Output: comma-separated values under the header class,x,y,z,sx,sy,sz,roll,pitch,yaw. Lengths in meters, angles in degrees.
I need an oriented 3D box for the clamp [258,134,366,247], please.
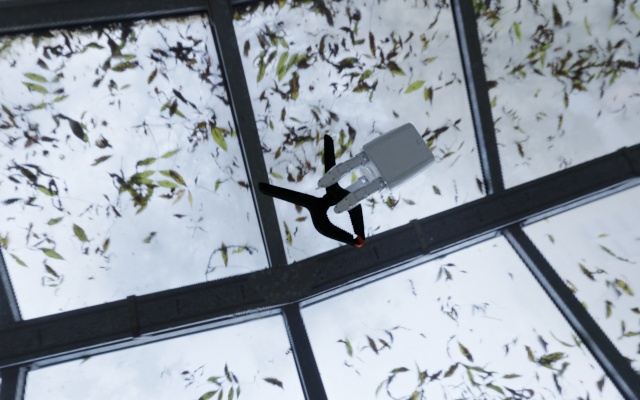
class,x,y,z,sx,sy,sz,roll,pitch,yaw
clamp,0.001,0.003,0.858,0.164,0.210,0.036,-31,-9,-9
